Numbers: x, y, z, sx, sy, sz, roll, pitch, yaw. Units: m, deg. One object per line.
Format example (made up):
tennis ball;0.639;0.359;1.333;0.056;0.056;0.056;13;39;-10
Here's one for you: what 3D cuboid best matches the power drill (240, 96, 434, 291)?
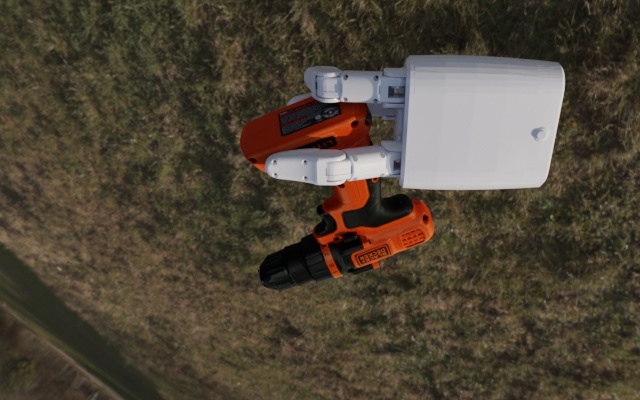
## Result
power drill;0.000;0.001;0.439;0.184;0.188;0.057;-22;43;6
